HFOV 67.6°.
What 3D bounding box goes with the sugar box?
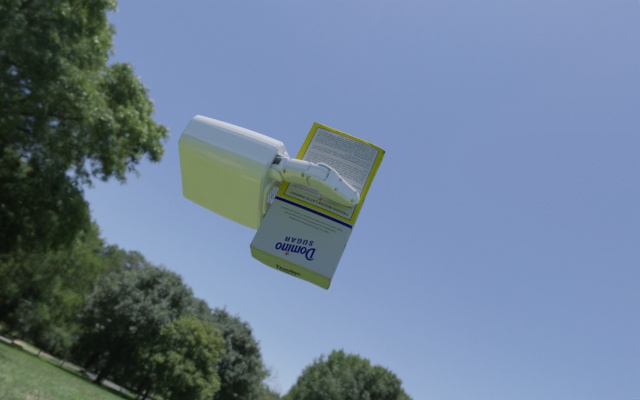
[{"bbox_3d":[0.000,0.002,0.538,0.093,0.176,0.048,22,-25,7],"label":"sugar box"}]
